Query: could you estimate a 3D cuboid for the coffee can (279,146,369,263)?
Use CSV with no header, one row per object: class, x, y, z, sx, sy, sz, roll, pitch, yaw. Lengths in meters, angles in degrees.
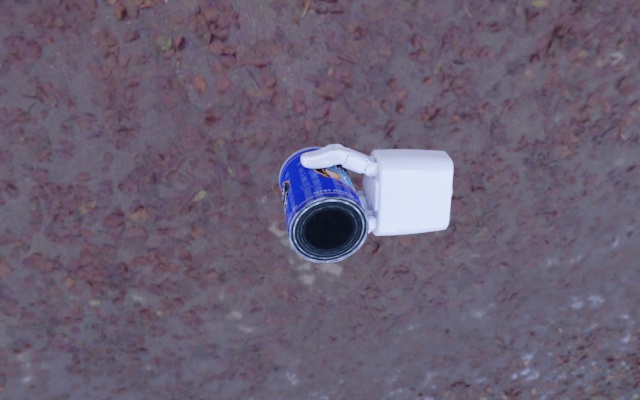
coffee can,0.000,0.002,0.654,0.103,0.103,0.140,0,32,-11
